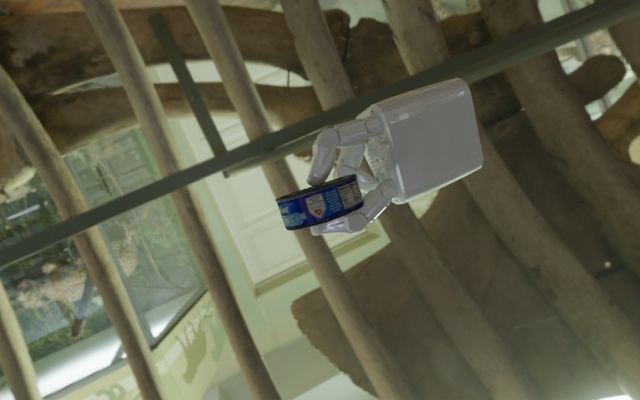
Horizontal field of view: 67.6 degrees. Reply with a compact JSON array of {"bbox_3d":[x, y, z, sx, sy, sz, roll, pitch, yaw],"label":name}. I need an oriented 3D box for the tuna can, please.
[{"bbox_3d":[0.000,0.002,0.484,0.086,0.034,0.086,-18,4,1],"label":"tuna can"}]
